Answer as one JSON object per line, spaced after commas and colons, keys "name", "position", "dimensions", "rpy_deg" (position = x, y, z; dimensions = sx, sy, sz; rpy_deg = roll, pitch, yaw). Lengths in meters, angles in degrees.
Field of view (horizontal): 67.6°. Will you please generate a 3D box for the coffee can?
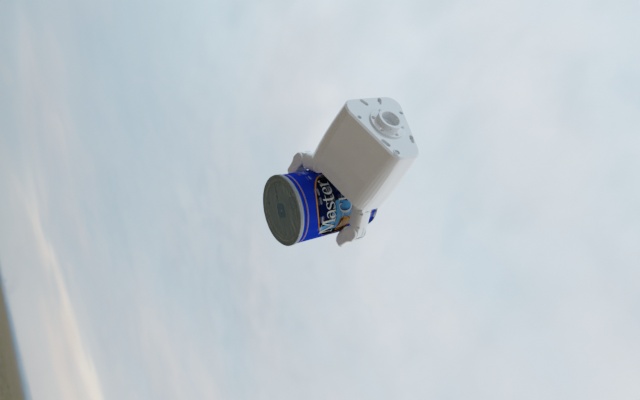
{"name": "coffee can", "position": [0.000, 0.003, 0.709], "dimensions": [0.140, 0.103, 0.103], "rpy_deg": [-12, 7, -34]}
